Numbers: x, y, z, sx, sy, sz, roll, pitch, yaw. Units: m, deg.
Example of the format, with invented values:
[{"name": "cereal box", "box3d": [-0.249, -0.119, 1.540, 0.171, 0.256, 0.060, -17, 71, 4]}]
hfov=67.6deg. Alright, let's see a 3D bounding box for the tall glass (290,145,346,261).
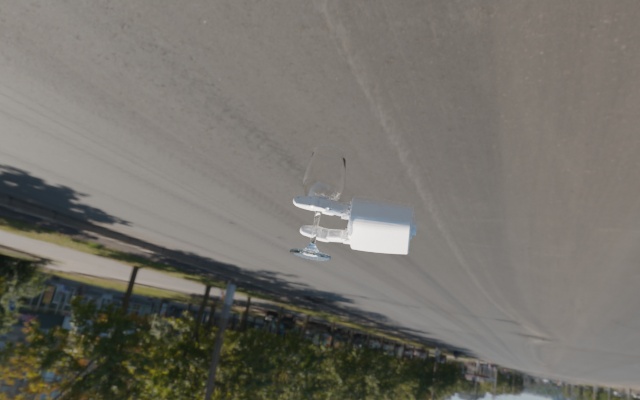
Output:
[{"name": "tall glass", "box3d": [0.000, 0.003, 0.869, 0.079, 0.201, 0.079, 10, -17, 3]}]
